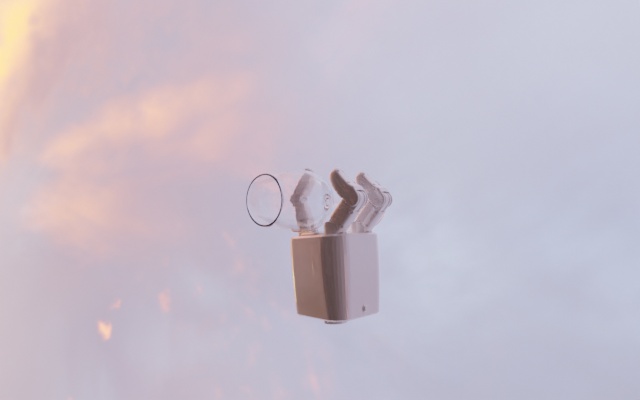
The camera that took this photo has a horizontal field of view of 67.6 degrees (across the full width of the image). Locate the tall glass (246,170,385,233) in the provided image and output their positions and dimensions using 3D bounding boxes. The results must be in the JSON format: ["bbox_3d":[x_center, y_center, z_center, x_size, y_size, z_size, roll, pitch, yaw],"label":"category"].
[{"bbox_3d":[0.000,0.002,0.622,0.079,0.079,0.201,0,-2,41],"label":"tall glass"}]
